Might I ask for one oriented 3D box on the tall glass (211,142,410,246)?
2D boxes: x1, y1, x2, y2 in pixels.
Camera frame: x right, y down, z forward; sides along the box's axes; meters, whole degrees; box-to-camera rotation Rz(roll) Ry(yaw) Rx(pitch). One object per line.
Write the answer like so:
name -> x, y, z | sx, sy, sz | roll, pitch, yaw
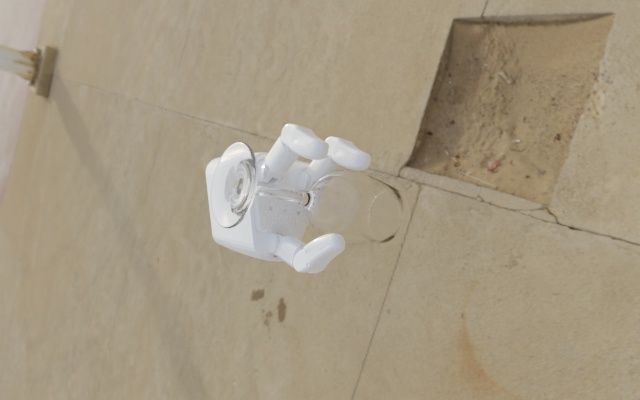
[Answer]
tall glass -> 0.000, 0.002, 0.467 | 0.201, 0.079, 0.079 | 11, -7, -39
